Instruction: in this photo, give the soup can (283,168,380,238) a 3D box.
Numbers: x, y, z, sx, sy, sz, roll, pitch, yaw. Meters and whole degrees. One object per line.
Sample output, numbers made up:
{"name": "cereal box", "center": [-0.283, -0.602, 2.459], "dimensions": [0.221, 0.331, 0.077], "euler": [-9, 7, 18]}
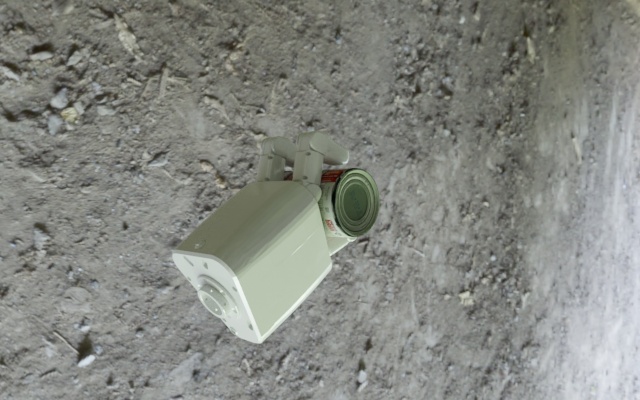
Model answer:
{"name": "soup can", "center": [0.001, 0.001, 0.486], "dimensions": [0.068, 0.068, 0.102], "euler": [0, 0, -45]}
